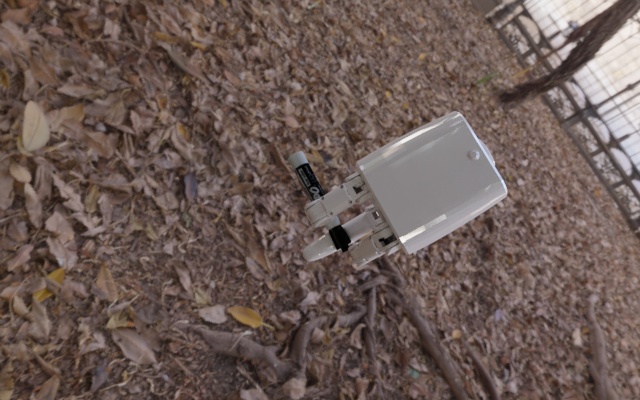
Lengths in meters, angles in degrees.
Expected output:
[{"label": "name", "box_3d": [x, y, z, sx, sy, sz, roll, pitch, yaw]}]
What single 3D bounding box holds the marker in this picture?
[{"label": "marker", "box_3d": [0.000, 0.002, 0.524, 0.020, 0.121, 0.020, -28, -9, -5]}]
